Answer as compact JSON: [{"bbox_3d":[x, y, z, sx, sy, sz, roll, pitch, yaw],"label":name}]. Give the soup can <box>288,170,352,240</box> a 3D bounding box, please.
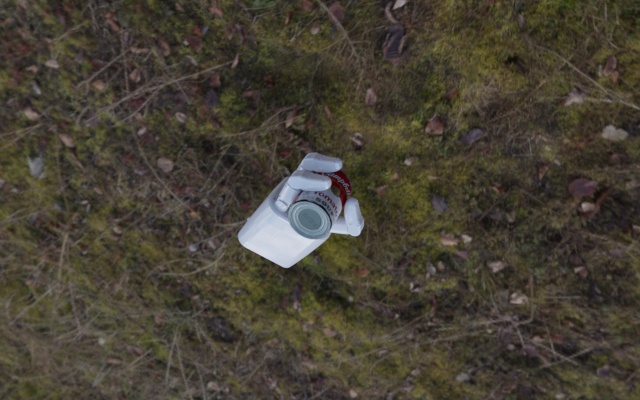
[{"bbox_3d":[0.000,0.002,0.706,0.068,0.068,0.102,0,31,23],"label":"soup can"}]
